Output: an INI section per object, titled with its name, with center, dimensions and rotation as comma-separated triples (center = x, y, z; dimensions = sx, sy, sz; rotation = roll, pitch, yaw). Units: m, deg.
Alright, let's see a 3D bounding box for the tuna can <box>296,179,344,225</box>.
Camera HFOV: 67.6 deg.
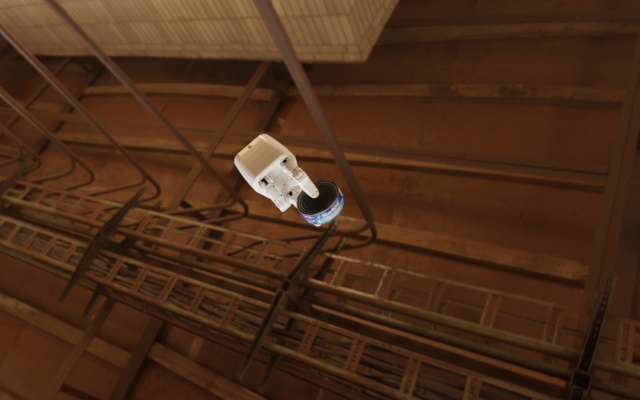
[tuna can]
center = 0.000, 0.003, 0.887
dimensions = 0.086, 0.086, 0.034
rotation = 0, -39, 31
